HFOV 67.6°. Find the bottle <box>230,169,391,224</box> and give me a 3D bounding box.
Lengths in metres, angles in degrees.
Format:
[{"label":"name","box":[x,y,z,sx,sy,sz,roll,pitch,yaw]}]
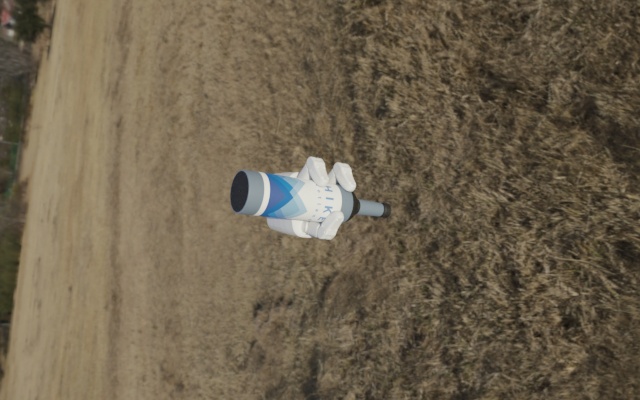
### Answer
[{"label":"bottle","box":[0.000,0.003,0.790,0.296,0.069,0.069,8,-4,-34]}]
